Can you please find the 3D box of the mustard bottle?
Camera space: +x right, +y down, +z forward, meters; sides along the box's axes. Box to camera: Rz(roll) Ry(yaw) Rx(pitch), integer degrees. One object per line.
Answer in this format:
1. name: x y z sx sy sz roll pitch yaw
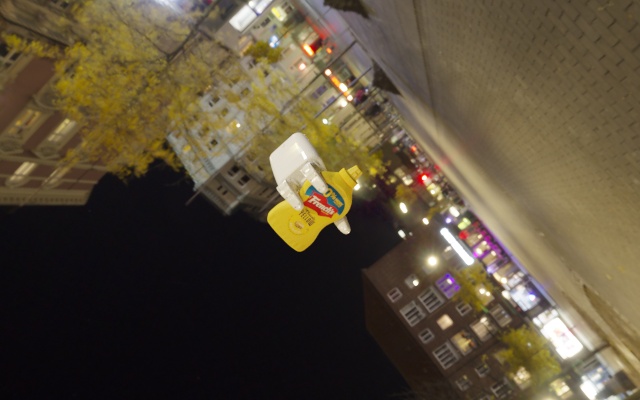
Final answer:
1. mustard bottle: 0.000 0.003 0.889 0.191 0.096 0.058 -40 13 11
